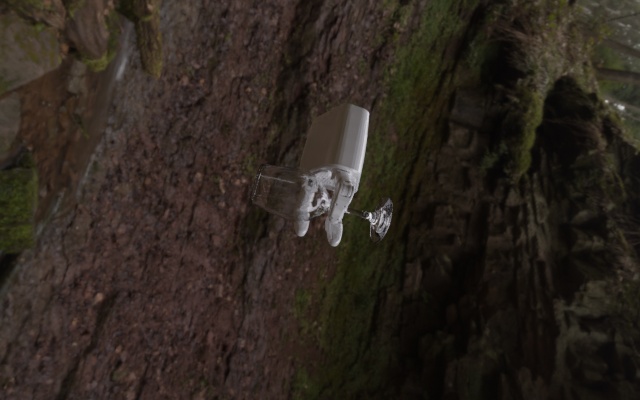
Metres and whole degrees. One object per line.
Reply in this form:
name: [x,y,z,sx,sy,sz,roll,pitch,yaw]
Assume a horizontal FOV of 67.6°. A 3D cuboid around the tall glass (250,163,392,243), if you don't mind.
tall glass: [0.001,0.003,0.709,0.201,0.079,0.079,16,-4,-13]
